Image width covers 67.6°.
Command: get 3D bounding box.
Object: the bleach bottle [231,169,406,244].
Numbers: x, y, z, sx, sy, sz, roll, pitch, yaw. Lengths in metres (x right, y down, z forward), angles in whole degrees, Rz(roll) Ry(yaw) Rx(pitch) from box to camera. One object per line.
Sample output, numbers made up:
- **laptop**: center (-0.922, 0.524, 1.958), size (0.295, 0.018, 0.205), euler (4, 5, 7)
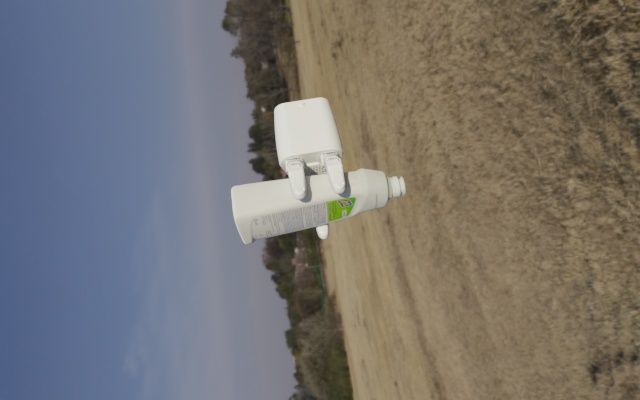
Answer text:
- **bleach bottle**: center (0.000, 0.002, 0.715), size (0.251, 0.068, 0.103), euler (-9, -29, -3)
